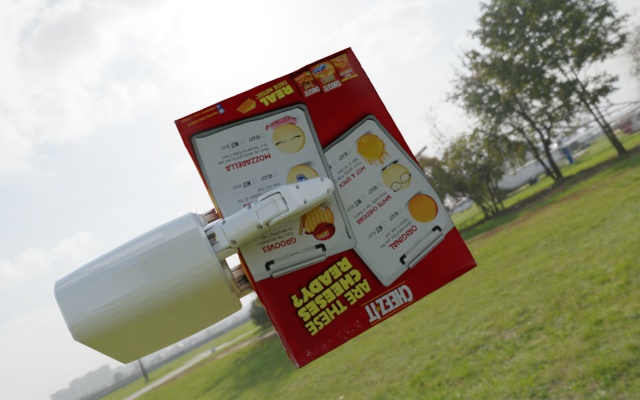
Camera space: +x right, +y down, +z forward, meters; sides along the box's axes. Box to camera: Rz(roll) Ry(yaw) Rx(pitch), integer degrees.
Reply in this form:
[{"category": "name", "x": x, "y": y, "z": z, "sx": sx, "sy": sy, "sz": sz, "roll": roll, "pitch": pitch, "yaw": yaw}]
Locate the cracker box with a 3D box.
[{"category": "cracker box", "x": 0.000, "y": 0.001, "z": 0.404, "sx": 0.164, "sy": 0.213, "sz": 0.072, "roll": -26, "pitch": -9, "yaw": -12}]
